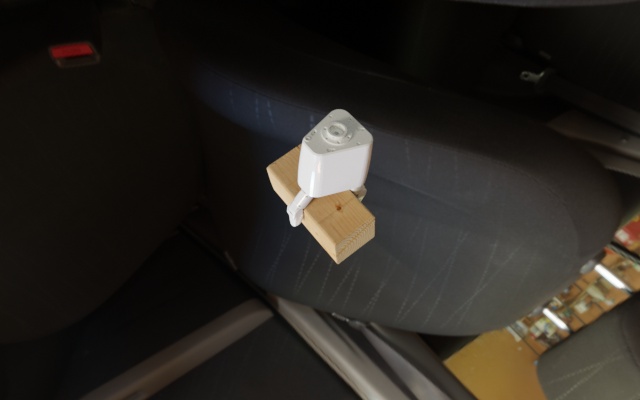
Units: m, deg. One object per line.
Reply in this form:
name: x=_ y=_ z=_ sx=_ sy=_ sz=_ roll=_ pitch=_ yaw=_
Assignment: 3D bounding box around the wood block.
wood block: x=0.000 y=0.003 z=0.890 sx=0.091 sy=0.206 sz=0.090 roll=-36 pitch=-26 yaw=-13
